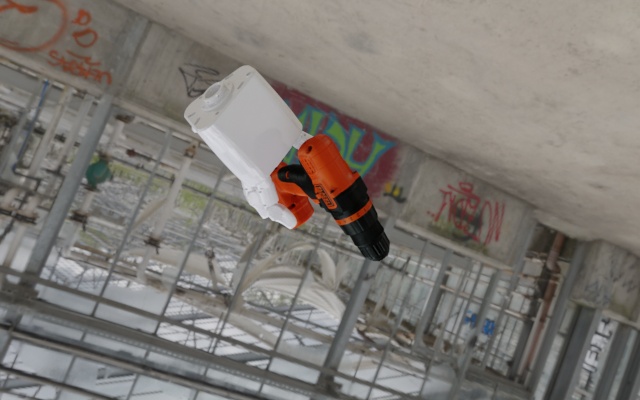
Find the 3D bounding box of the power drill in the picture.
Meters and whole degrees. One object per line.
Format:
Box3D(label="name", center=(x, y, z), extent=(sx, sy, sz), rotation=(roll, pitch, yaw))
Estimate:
Box3D(label="power drill", center=(0.000, 0.002, 0.661), extent=(0.057, 0.184, 0.187), rotation=(-39, 18, -27))
